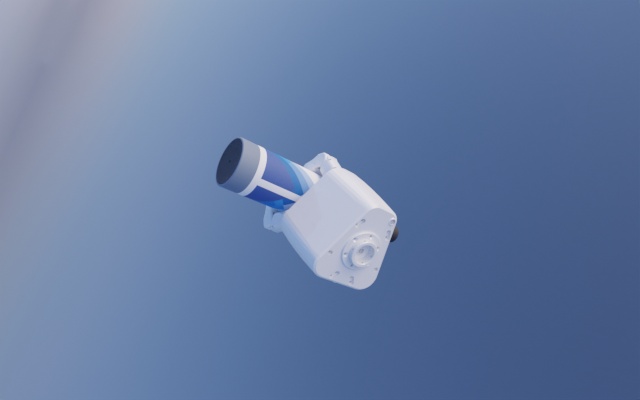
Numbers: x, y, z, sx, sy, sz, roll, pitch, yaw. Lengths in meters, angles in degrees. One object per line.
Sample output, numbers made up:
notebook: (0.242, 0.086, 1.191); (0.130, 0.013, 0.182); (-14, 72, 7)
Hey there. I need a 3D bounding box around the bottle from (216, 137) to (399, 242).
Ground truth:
bottle: (0.000, 0.002, 0.669); (0.296, 0.069, 0.069); (24, -14, -33)
